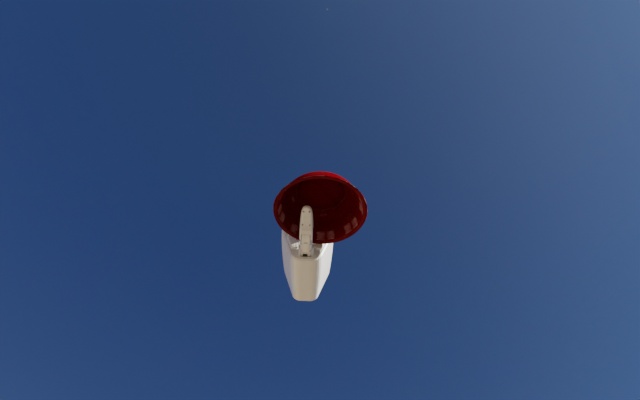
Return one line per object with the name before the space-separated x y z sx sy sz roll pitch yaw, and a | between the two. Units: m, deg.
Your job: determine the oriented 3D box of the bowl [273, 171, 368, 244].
bowl | 0.001 0.001 0.835 0.162 0.162 0.055 0 43 2
